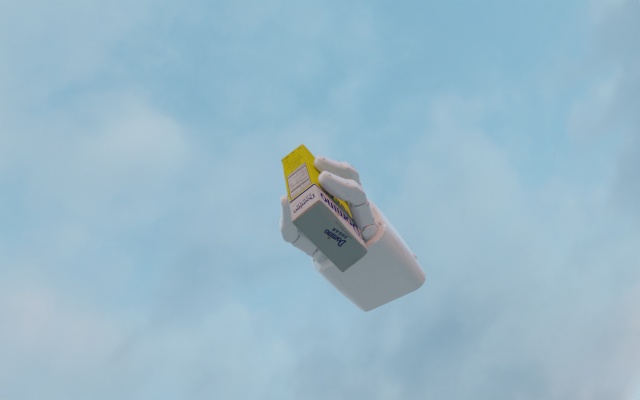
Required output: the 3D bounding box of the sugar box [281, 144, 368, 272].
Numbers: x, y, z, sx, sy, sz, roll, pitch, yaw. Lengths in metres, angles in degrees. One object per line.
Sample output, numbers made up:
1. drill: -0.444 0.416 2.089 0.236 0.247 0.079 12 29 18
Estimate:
1. sugar box: 0.001 0.002 0.592 0.048 0.093 0.176 -39 26 8
